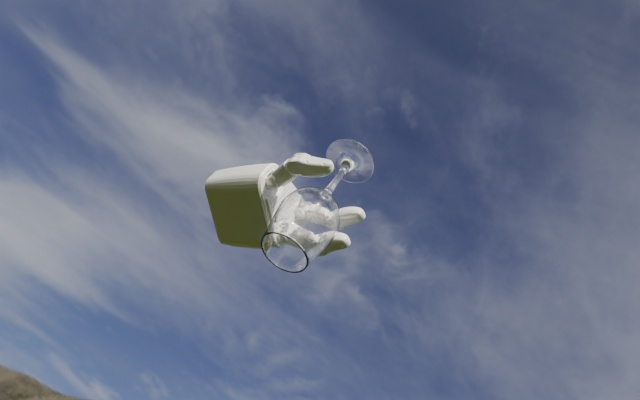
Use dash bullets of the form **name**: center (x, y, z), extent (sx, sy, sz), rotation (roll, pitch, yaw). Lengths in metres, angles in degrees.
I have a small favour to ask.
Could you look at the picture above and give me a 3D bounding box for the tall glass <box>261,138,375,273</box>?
- **tall glass**: center (0.000, 0.002, 0.612), extent (0.079, 0.079, 0.201), rotation (0, 36, 31)
